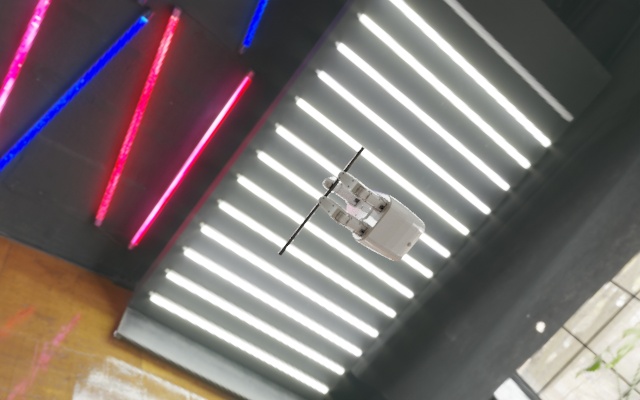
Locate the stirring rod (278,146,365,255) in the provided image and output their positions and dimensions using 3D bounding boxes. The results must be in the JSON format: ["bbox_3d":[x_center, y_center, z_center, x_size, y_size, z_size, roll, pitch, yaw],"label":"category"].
[{"bbox_3d":[0.000,0.003,0.835,0.011,0.239,0.011,37,10,-7],"label":"stirring rod"}]
